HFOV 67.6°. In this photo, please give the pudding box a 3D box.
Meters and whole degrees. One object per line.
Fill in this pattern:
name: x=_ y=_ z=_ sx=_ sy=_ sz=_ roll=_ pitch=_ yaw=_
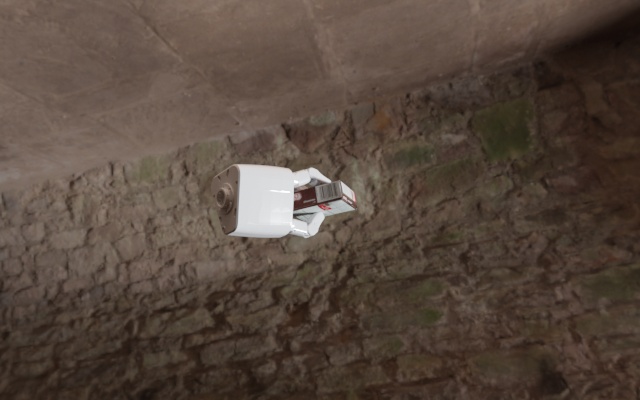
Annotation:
pudding box: x=0.000 y=0.003 z=0.871 sx=0.113 sy=0.039 sz=0.090 roll=-12 pitch=-16 yaw=18
